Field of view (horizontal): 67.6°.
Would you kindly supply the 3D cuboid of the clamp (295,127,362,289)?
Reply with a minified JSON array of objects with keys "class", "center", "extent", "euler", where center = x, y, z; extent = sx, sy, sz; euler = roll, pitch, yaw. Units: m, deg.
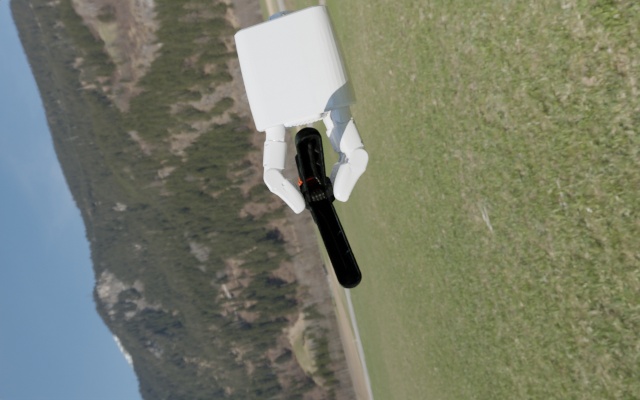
[{"class":"clamp","center":[-0.001,0.002,0.543],"extent":[0.036,0.164,0.210],"euler":[-17,7,-4]}]
